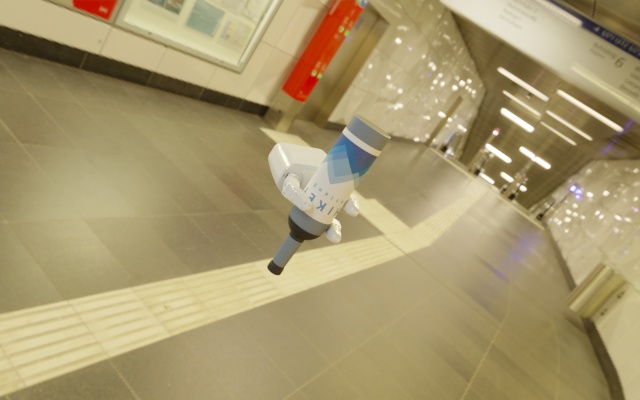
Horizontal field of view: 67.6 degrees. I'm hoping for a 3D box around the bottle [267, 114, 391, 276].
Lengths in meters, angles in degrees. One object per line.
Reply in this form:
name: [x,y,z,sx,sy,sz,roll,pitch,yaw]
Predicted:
bottle: [0.000,0.002,0.768,0.069,0.296,0.069,31,17,-11]
